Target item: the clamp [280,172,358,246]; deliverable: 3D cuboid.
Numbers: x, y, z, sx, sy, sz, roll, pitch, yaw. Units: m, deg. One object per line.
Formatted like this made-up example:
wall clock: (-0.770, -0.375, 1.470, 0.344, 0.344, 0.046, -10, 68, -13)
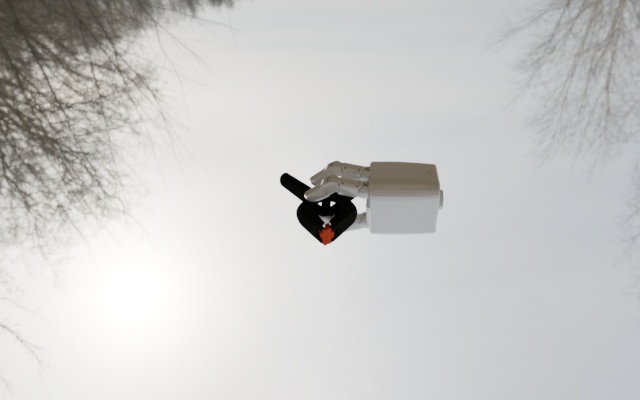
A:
clamp: (0.000, 0.004, 0.774, 0.164, 0.036, 0.210, 2, 29, 7)
